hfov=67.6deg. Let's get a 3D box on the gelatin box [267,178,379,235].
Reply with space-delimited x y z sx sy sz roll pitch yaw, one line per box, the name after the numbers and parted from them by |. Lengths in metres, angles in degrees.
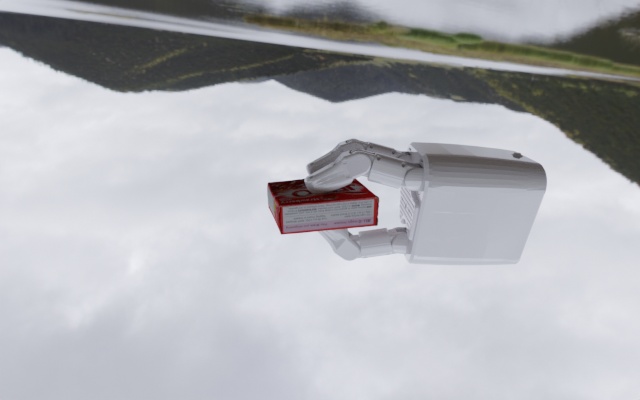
0.000 0.002 0.436 0.089 0.030 0.073 -5 19 -13 | gelatin box
